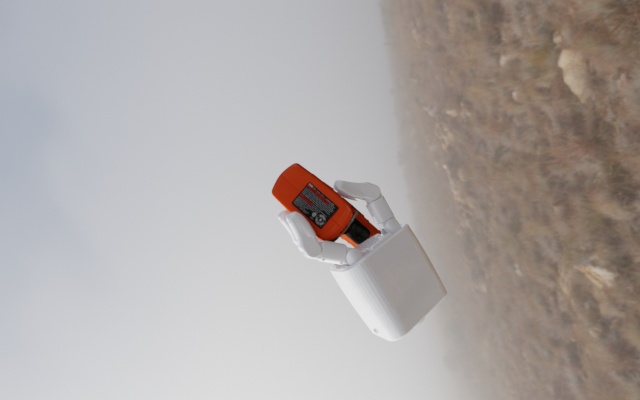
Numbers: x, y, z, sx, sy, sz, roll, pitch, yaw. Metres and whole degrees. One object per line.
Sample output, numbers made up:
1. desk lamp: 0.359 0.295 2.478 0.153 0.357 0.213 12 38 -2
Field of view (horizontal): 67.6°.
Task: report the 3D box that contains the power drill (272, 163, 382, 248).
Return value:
1. power drill: 0.000 0.002 0.668 0.184 0.057 0.188 39 5 16
